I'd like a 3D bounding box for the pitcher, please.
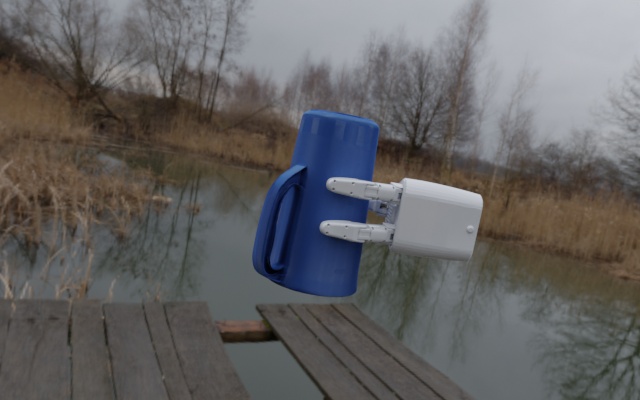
[{"bbox_3d":[0.000,0.002,0.658,0.145,0.243,0.149,10,6,1],"label":"pitcher"}]
